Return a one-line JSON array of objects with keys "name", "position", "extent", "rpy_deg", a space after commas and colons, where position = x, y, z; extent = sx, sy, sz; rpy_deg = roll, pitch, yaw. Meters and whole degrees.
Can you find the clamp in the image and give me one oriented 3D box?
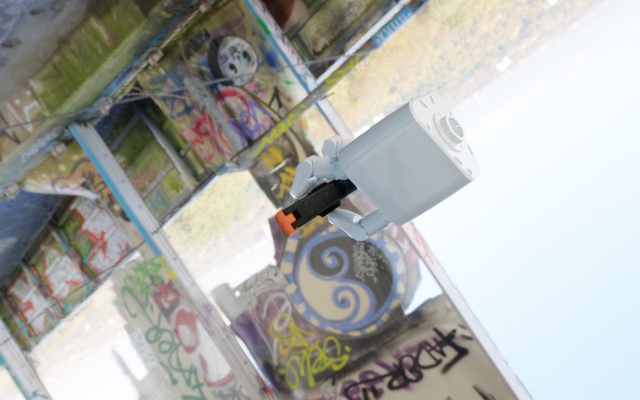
[{"name": "clamp", "position": [0.000, 0.003, 0.608], "extent": [0.165, 0.036, 0.210], "rpy_deg": [-35, -2, 38]}]
